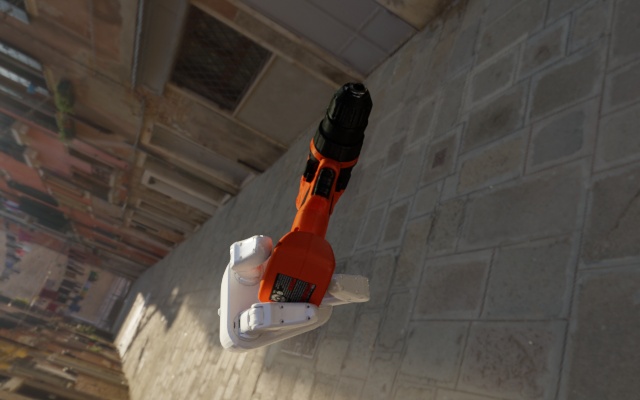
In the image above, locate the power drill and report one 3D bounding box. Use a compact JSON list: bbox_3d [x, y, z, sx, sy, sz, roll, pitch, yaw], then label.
[{"bbox_3d":[0.000,0.002,0.462,0.057,0.187,0.185,18,-43,0],"label":"power drill"}]
